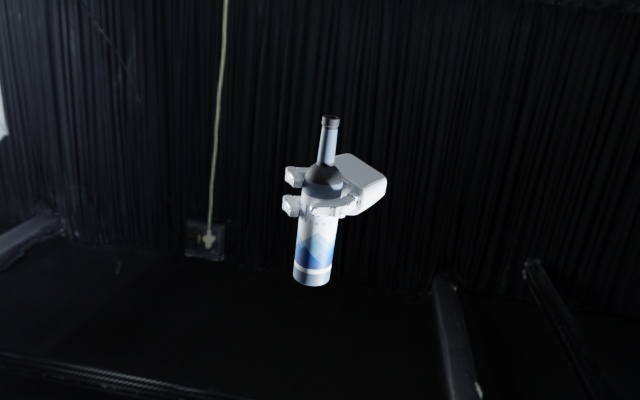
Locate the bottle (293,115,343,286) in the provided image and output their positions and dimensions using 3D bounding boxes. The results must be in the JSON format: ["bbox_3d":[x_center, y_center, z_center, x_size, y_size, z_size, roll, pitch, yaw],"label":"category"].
[{"bbox_3d":[0.000,0.003,0.815,0.069,0.296,0.069,6,22,-3],"label":"bottle"}]
